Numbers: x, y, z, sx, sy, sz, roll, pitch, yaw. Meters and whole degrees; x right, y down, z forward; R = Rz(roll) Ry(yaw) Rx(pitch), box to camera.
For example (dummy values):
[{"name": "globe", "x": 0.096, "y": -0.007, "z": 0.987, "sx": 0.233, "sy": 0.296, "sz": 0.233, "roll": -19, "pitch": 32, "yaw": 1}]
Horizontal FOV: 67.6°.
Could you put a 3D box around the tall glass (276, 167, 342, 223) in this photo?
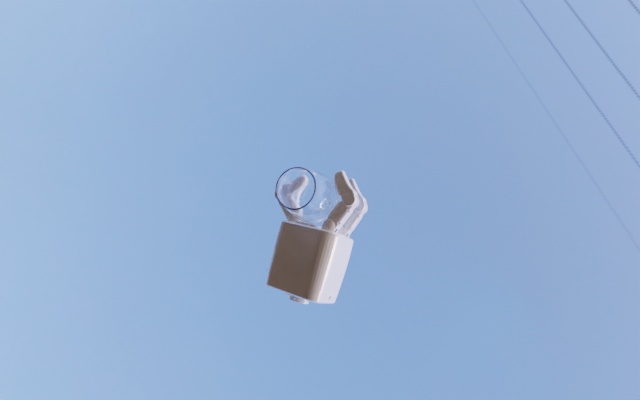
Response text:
[{"name": "tall glass", "x": 0.000, "y": 0.002, "z": 0.754, "sx": 0.079, "sy": 0.079, "sz": 0.201, "roll": 0, "pitch": -12, "yaw": 21}]
